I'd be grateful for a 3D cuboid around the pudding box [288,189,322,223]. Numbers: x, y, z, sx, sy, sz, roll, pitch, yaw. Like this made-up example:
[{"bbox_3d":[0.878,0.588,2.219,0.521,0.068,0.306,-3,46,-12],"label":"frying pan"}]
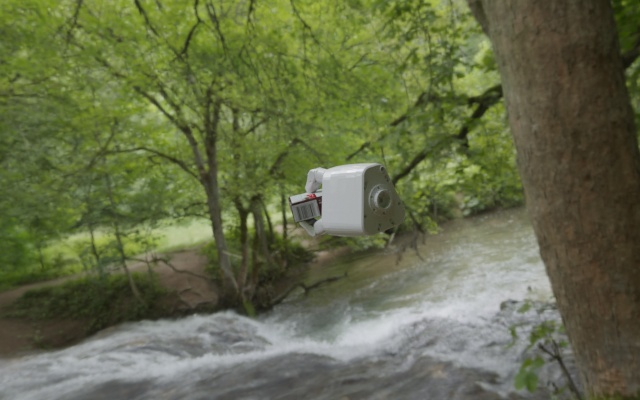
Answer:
[{"bbox_3d":[0.000,0.003,0.872,0.113,0.039,0.090,-13,9,-4],"label":"pudding box"}]
